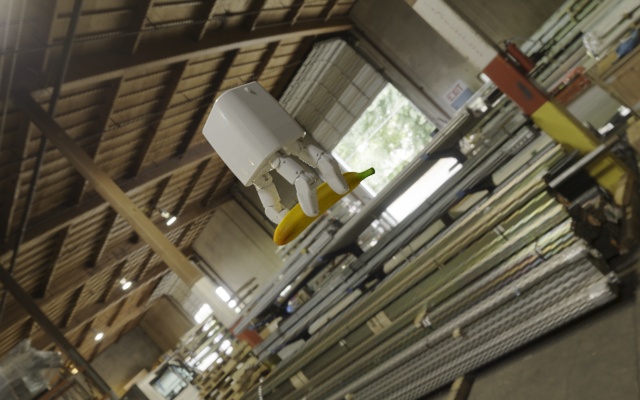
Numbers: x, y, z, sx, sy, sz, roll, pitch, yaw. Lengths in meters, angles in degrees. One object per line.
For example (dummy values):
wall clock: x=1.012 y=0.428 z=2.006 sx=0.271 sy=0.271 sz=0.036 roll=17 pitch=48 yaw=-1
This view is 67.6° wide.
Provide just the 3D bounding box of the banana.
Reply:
banana: x=-0.005 y=0.005 z=0.705 sx=0.197 sy=0.037 sz=0.070 roll=-39 pitch=3 yaw=-28
